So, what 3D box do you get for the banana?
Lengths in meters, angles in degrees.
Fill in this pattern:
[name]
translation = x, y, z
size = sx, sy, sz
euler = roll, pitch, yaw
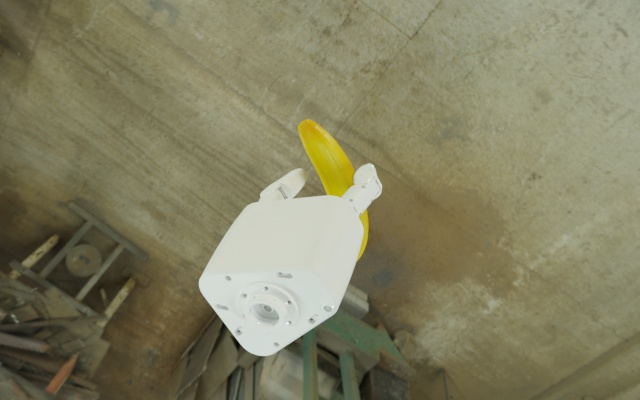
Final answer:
[banana]
translation = 0.018, 0.006, 0.527
size = 0.069, 0.198, 0.037
euler = 5, 32, 19
